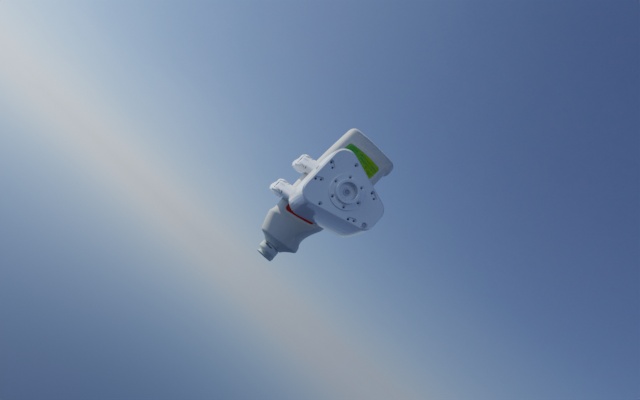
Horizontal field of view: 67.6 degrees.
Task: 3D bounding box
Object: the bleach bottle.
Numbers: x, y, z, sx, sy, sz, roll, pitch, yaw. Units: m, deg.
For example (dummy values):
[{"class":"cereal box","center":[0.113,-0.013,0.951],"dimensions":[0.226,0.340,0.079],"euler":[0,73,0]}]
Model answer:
[{"class":"bleach bottle","center":[0.000,0.002,0.774],"dimensions":[0.102,0.251,0.068],"euler":[44,-13,-3]}]
